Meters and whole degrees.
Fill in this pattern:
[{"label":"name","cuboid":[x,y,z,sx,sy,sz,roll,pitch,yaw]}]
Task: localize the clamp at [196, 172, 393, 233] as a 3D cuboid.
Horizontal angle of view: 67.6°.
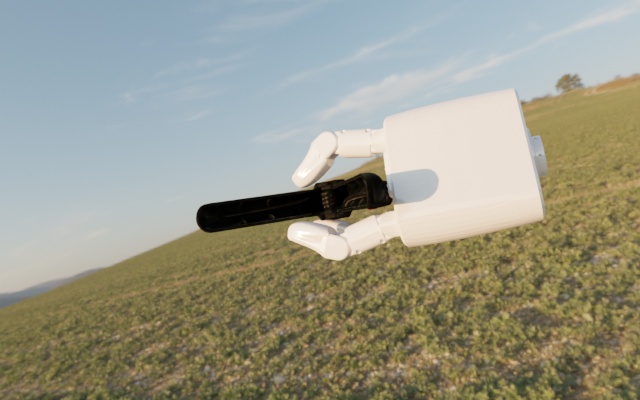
[{"label":"clamp","cuboid":[0.000,0.001,0.446,0.164,0.036,0.210,-9,-2,20]}]
